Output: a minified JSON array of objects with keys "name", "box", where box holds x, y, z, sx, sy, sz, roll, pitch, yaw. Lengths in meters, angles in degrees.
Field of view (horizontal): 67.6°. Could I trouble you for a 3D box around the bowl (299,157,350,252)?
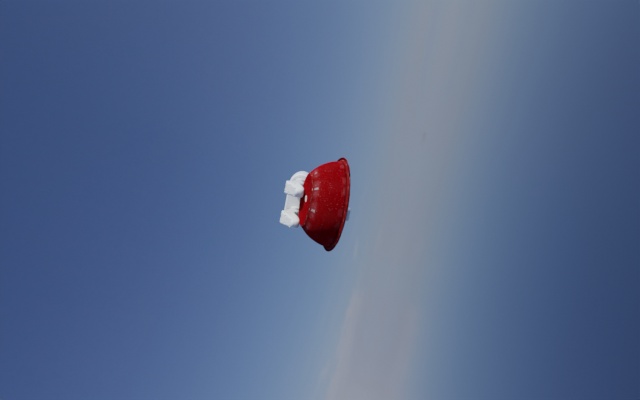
[{"name":"bowl","box":[0.000,0.002,0.804,0.055,0.162,0.162,9,-2,-13]}]
